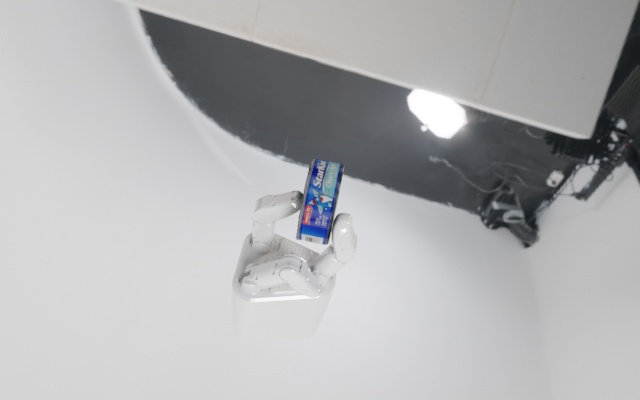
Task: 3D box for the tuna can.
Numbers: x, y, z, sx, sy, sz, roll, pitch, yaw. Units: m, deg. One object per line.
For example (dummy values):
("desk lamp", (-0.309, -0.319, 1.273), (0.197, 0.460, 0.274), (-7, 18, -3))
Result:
("tuna can", (0.001, 0.002, 0.488), (0.034, 0.086, 0.086), (12, 0, 2))
